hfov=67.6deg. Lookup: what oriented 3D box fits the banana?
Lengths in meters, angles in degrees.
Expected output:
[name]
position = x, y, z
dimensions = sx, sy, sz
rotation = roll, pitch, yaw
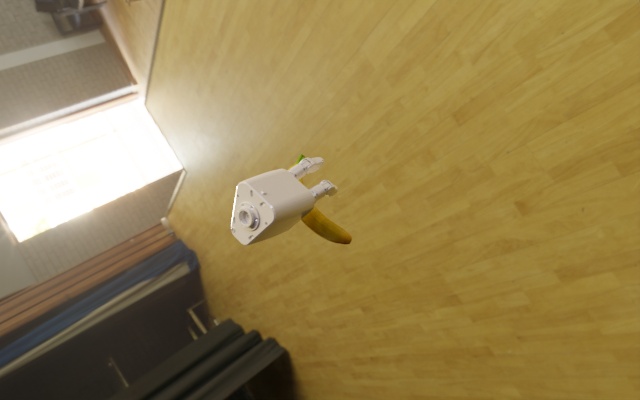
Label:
[banana]
position = -0.017, 0.010, 0.904
dimensions = 0.069, 0.197, 0.037
rotation = -33, -11, 15
